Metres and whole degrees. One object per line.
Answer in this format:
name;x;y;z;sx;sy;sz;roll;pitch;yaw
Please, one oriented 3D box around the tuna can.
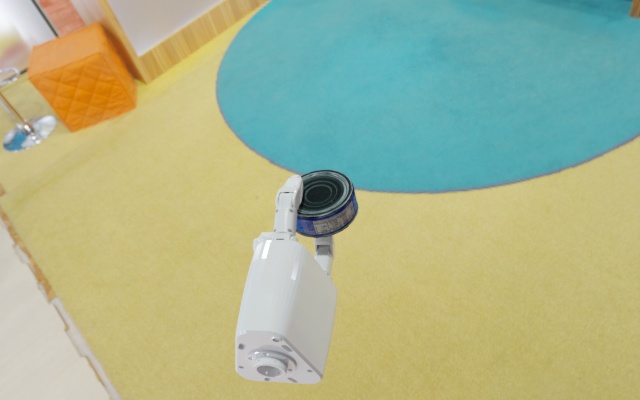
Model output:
tuna can;0.000;0.001;0.564;0.086;0.034;0.086;-9;41;8
